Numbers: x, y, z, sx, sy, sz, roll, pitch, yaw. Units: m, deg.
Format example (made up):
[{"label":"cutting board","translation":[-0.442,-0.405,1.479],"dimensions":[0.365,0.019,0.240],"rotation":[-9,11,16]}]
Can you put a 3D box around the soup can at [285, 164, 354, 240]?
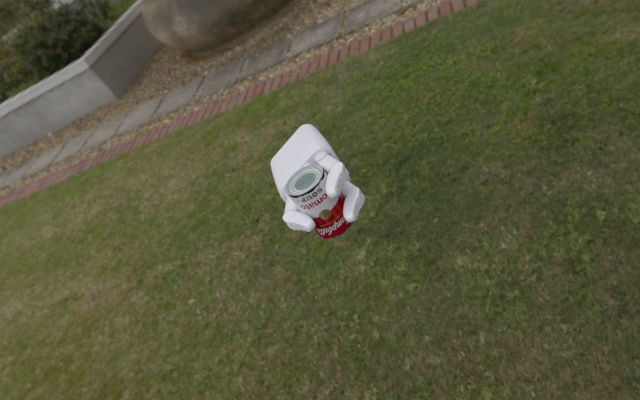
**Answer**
[{"label":"soup can","translation":[0.000,0.003,0.730],"dimensions":[0.068,0.068,0.102],"rotation":[0,-42,40]}]
